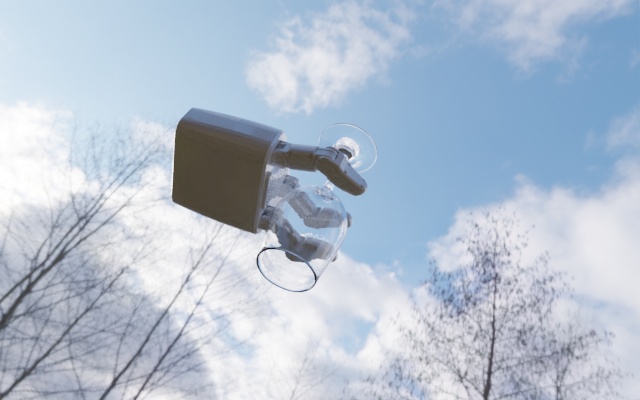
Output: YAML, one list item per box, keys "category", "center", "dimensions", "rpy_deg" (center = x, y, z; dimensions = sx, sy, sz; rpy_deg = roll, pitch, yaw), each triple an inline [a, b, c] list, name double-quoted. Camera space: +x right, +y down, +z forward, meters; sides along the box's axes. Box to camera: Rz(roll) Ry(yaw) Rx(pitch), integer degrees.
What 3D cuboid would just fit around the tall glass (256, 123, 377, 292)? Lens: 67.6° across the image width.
- category: "tall glass"
  center: [0.000, 0.001, 0.514]
  dimensions: [0.079, 0.079, 0.201]
  rpy_deg: [0, 41, 25]
